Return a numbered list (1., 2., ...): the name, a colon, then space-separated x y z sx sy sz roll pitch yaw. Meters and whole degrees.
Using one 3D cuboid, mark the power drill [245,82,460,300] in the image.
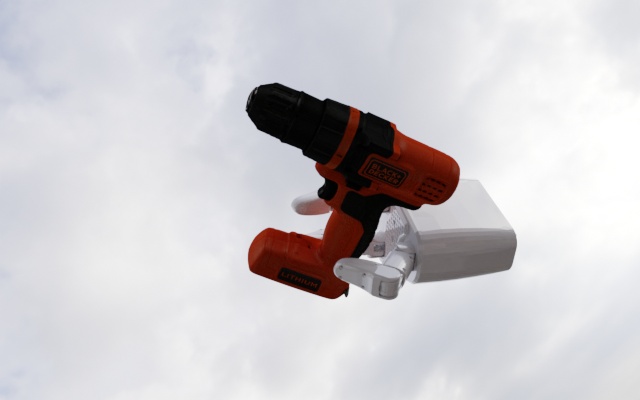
1. power drill: 0.000 0.002 0.424 0.184 0.188 0.057 22 39 -12
